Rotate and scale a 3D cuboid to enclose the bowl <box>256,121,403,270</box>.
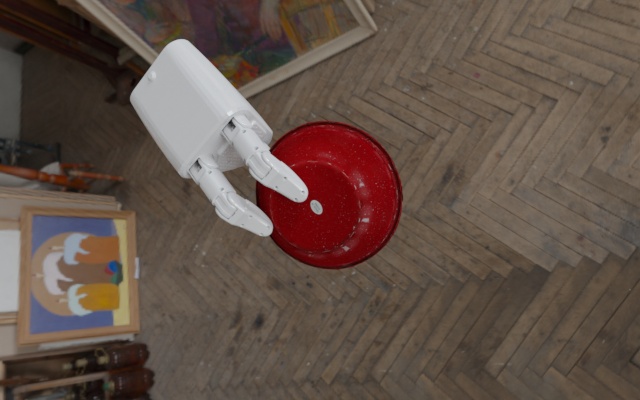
[{"bbox_3d":[0.001,0.002,0.485,0.162,0.162,0.055,0,12,14],"label":"bowl"}]
